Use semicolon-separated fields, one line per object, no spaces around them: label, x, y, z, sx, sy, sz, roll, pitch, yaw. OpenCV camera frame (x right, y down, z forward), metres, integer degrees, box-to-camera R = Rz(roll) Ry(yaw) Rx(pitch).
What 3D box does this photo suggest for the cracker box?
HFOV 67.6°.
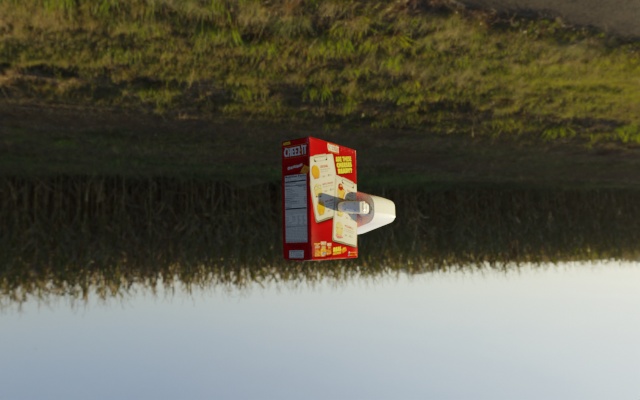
cracker box;0.000;0.003;0.890;0.072;0.213;0.164;-5;-6;33
